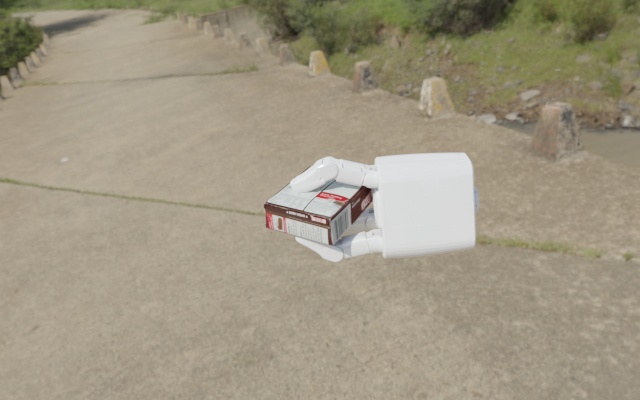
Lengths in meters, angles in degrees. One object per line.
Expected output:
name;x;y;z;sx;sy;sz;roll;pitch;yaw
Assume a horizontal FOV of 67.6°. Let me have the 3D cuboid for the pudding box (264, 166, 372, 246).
pudding box;0.000;0.002;0.570;0.090;0.039;0.113;12;31;26
